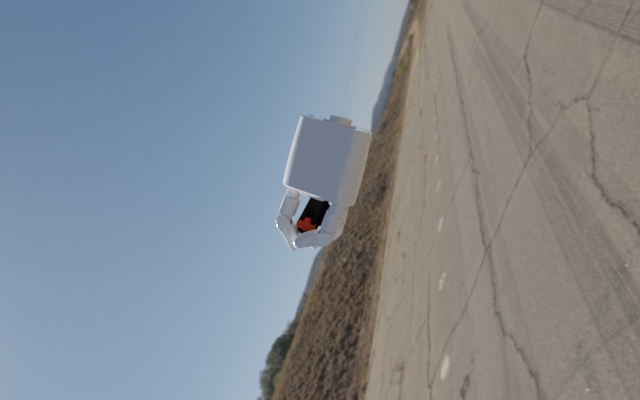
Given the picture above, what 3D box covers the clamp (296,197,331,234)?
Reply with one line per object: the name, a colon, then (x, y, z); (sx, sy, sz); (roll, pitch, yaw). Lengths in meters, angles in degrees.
clamp: (-0.001, 0.002, 0.778); (0.039, 0.120, 0.171); (16, 13, 5)
